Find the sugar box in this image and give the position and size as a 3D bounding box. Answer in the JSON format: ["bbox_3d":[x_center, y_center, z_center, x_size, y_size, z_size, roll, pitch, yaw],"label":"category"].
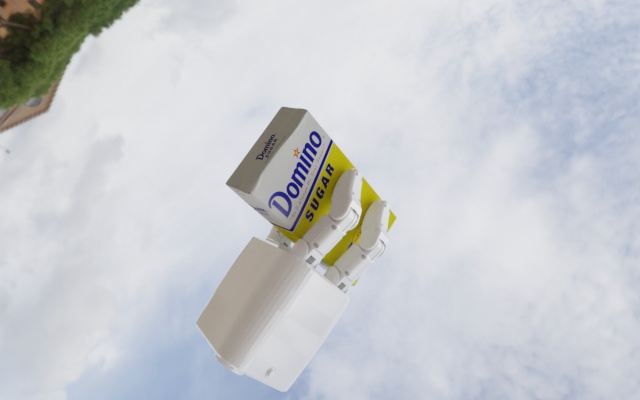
[{"bbox_3d":[0.000,0.002,0.467,0.048,0.093,0.176,19,-20,45],"label":"sugar box"}]
